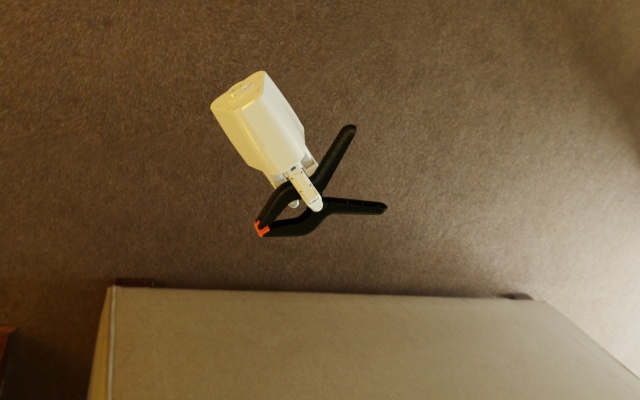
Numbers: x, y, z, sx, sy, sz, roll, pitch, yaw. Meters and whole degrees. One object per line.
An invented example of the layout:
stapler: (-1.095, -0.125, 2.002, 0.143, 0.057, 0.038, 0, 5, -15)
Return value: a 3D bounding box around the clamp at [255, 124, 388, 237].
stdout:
clamp: (0.000, 0.003, 0.738, 0.210, 0.165, 0.036, -34, 30, -1)
